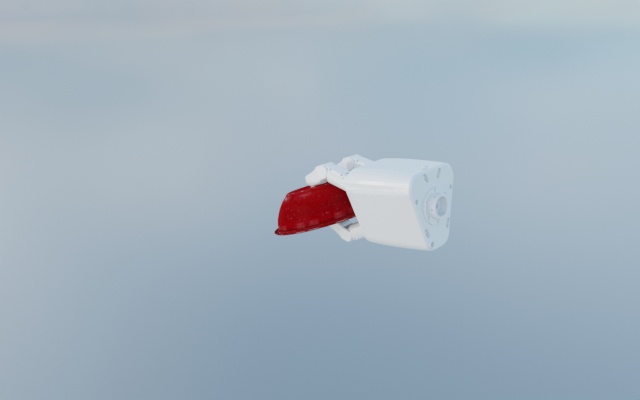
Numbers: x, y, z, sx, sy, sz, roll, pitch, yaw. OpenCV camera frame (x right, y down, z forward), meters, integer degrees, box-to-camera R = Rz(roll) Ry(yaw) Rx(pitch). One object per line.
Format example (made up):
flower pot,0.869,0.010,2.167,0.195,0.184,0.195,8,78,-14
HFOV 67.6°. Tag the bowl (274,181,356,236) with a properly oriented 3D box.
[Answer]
bowl,-0.001,0.002,0.729,0.162,0.055,0.162,-17,5,2
